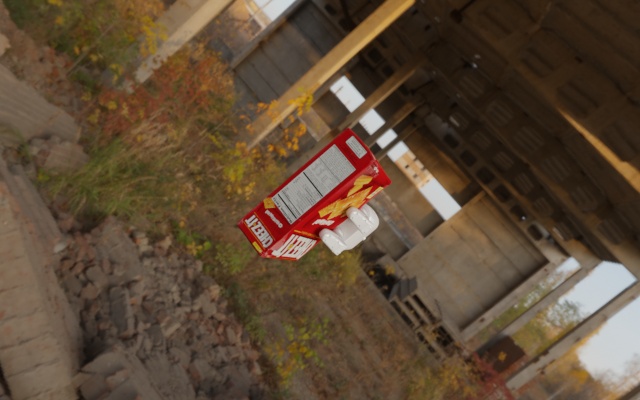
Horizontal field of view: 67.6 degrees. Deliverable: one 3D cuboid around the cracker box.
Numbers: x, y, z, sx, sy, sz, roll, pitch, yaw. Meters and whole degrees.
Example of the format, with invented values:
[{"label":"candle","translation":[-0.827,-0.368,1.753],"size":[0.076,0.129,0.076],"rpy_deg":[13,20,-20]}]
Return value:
[{"label":"cracker box","translation":[0.000,0.002,0.735],"size":[0.214,0.072,0.164],"rpy_deg":[-41,-17,6]}]
